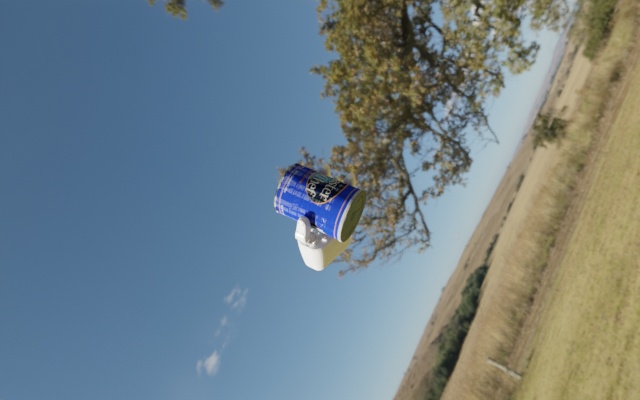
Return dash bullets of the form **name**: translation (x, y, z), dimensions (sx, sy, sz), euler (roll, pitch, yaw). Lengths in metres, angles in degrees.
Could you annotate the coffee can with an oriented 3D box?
- **coffee can**: translation (0.000, 0.003, 0.886), dimensions (0.140, 0.103, 0.103), euler (24, 8, 18)
